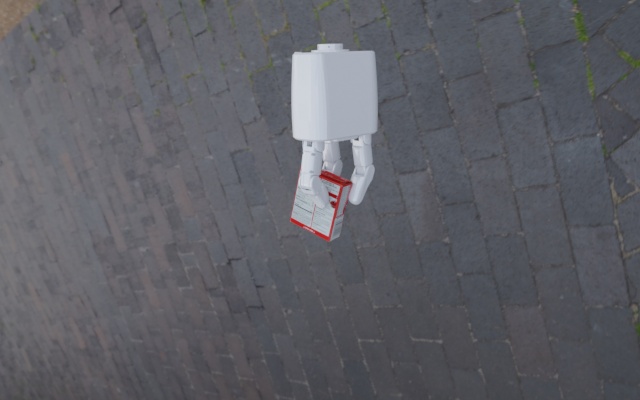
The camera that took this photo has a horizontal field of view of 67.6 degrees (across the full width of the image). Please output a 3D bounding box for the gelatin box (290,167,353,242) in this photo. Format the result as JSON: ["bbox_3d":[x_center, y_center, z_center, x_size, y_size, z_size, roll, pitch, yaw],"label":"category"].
[{"bbox_3d":[0.000,0.003,0.672,0.073,0.089,0.030,25,25,29],"label":"gelatin box"}]
